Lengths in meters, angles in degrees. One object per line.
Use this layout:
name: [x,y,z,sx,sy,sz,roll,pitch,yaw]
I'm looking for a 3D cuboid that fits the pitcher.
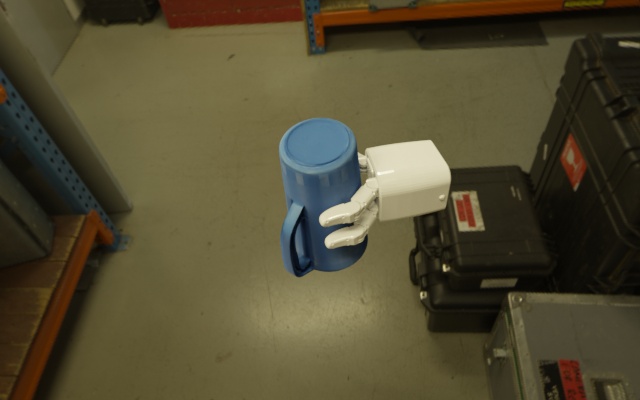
pitcher: [0.000,0.002,0.735,0.145,0.149,0.243,-10,-39,-1]
